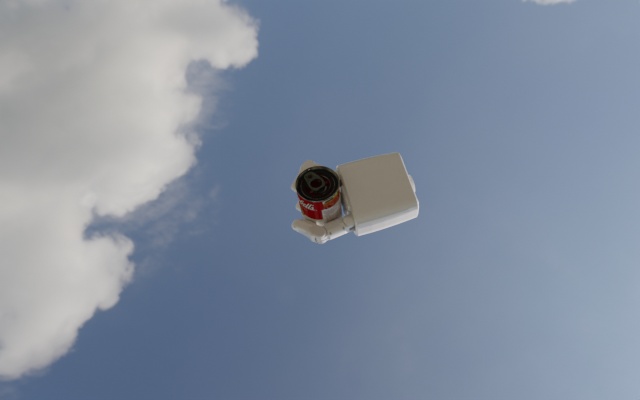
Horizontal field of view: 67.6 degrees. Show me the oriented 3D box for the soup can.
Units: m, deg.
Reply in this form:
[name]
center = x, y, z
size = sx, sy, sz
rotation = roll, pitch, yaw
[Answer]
[soup can]
center = 0.000, 0.003, 0.762
size = 0.068, 0.068, 0.102
rotation = 0, -35, 7
